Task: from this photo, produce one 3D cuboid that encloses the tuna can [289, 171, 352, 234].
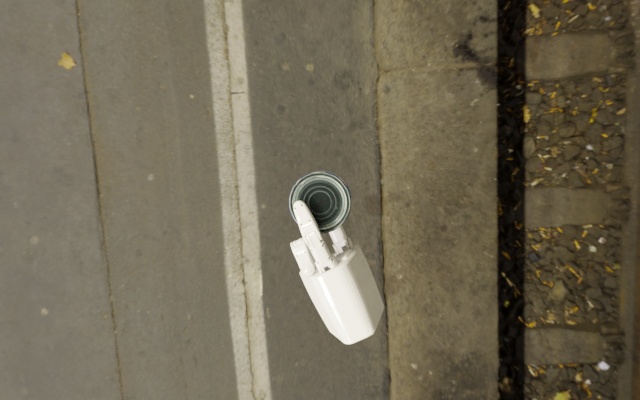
[{"bbox_3d":[0.000,0.002,0.655,0.086,0.086,0.034,0,3,5],"label":"tuna can"}]
